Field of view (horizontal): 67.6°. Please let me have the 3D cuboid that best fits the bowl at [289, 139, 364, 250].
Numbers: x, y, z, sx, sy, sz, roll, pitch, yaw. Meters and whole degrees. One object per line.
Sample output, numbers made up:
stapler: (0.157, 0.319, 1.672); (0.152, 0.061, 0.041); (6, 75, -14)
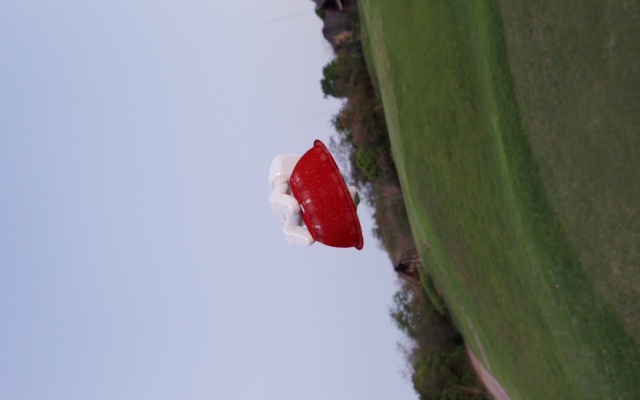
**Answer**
bowl: (0.000, 0.002, 0.642); (0.055, 0.162, 0.162); (-22, 3, -8)
